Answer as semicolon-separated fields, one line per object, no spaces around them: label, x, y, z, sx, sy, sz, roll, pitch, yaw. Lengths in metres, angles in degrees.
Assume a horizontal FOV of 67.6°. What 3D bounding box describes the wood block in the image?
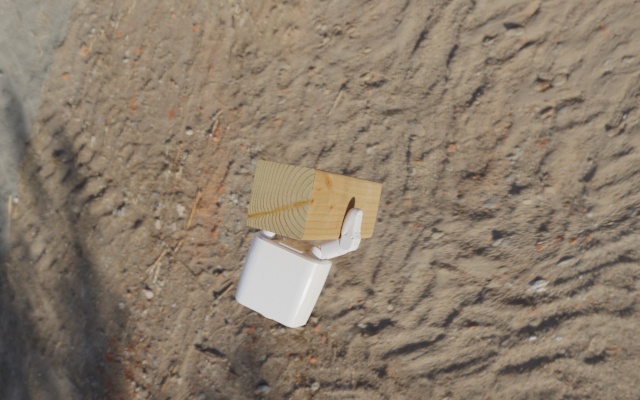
wood block;0.000;0.003;0.680;0.091;0.090;0.206;13;4;30
